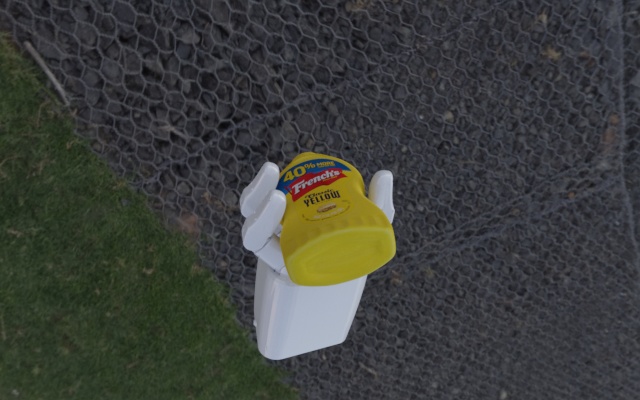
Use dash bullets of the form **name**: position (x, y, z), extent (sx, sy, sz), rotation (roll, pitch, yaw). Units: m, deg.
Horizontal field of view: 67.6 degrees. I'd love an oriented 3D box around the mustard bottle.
- **mustard bottle**: position (0.000, 0.001, 0.474), extent (0.096, 0.058, 0.191), rotation (-17, 32, -3)
